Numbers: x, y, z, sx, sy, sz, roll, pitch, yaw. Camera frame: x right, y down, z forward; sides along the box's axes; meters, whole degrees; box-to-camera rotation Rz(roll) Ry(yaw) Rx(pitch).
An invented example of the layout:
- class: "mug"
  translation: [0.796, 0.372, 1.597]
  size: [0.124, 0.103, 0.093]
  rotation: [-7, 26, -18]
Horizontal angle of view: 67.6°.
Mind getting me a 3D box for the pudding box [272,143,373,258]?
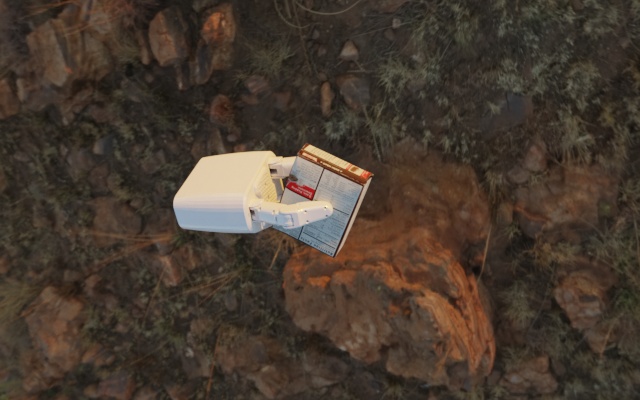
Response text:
- class: "pudding box"
  translation: [0.000, 0.002, 0.572]
  size: [0.090, 0.113, 0.039]
  rotation: [25, 32, 7]
